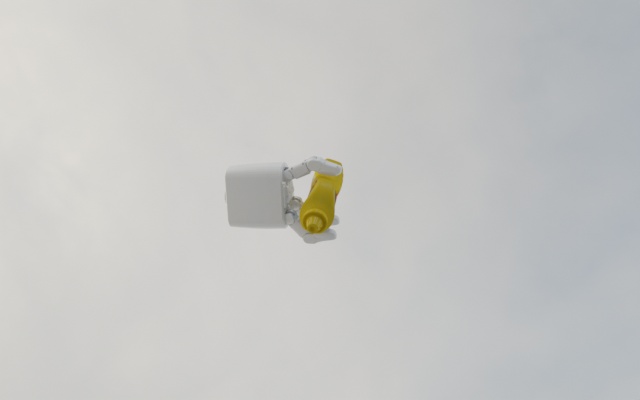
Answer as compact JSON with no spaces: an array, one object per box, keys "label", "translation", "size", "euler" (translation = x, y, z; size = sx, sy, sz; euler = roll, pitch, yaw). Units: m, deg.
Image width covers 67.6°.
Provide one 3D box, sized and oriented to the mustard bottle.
[{"label":"mustard bottle","translation":[0.001,0.003,0.834],"size":[0.058,0.096,0.191],"euler":[20,27,-1]}]
